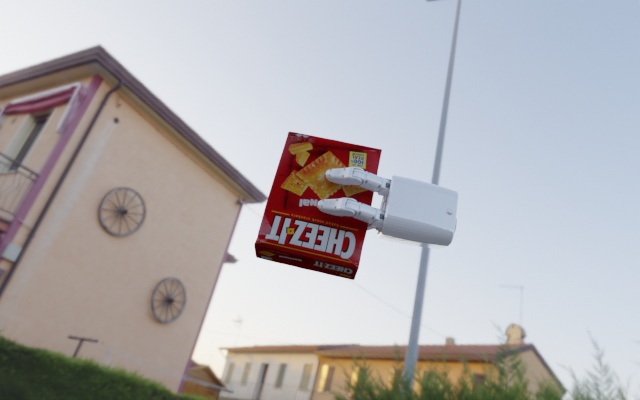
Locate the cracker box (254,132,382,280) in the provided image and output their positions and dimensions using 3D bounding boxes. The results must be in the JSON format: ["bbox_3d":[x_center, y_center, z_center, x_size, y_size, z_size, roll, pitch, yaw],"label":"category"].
[{"bbox_3d":[0.000,0.002,0.776,0.164,0.213,0.072,12,-26,4],"label":"cracker box"}]
